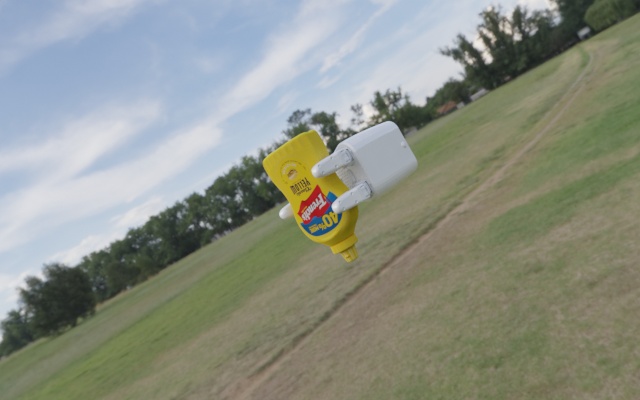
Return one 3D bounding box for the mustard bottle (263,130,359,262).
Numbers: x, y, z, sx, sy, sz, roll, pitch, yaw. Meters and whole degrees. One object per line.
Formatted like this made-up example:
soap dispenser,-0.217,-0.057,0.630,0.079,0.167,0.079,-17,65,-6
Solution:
mustard bottle,0.000,0.002,0.687,0.096,0.191,0.058,-29,1,33
